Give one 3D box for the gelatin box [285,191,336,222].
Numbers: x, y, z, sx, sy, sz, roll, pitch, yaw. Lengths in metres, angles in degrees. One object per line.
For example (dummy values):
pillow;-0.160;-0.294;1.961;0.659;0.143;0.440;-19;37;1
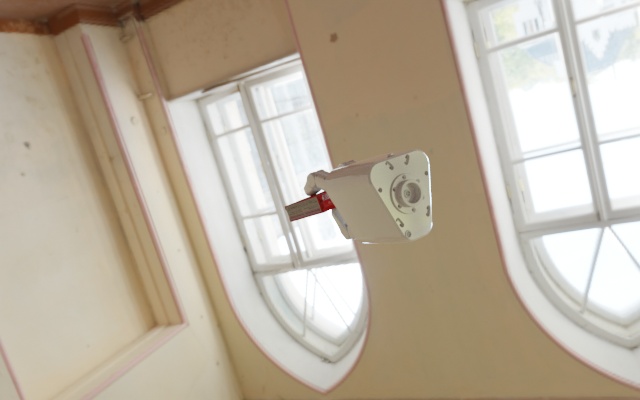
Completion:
gelatin box;0.000;0.003;0.731;0.073;0.030;0.089;-21;1;-39
